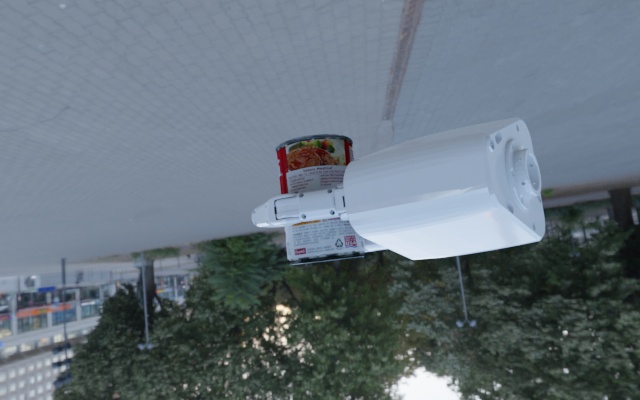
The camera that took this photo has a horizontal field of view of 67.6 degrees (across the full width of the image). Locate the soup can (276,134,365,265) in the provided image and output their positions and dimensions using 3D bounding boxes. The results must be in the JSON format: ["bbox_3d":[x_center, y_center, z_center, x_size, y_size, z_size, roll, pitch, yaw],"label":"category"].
[{"bbox_3d":[0.000,0.002,0.413,0.068,0.102,0.068,-6,-7,-1],"label":"soup can"}]
